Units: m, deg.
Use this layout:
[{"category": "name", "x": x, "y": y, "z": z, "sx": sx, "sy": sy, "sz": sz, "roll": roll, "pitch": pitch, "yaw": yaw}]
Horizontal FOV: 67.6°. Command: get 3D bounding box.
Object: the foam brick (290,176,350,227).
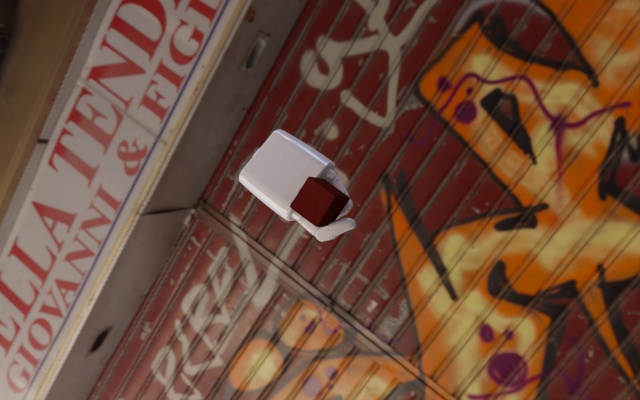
[{"category": "foam brick", "x": 0.000, "y": 0.002, "z": 0.688, "sx": 0.051, "sy": 0.053, "sz": 0.078, "roll": 37, "pitch": 9, "yaw": 14}]
